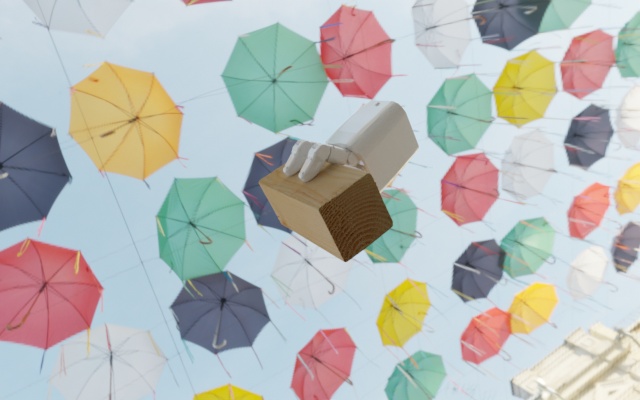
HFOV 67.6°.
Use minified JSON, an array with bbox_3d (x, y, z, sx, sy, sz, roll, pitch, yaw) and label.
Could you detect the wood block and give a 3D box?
[{"bbox_3d":[0.000,0.002,0.705,0.090,0.091,0.206,-36,26,-17],"label":"wood block"}]
